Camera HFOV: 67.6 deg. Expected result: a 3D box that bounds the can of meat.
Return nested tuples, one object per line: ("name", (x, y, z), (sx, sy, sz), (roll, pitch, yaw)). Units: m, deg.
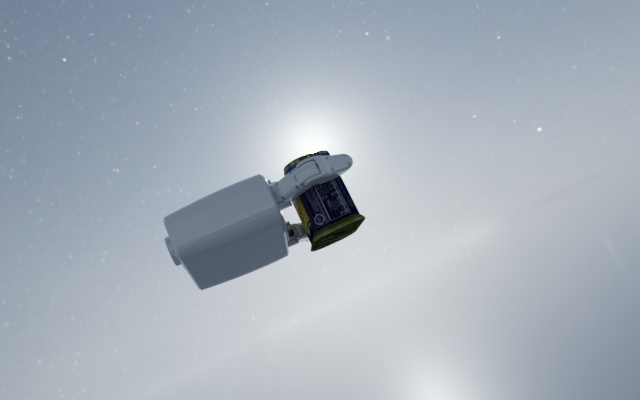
("can of meat", (0.000, 0.001, 0.517), (0.057, 0.084, 0.102), (-24, -12, -9))
